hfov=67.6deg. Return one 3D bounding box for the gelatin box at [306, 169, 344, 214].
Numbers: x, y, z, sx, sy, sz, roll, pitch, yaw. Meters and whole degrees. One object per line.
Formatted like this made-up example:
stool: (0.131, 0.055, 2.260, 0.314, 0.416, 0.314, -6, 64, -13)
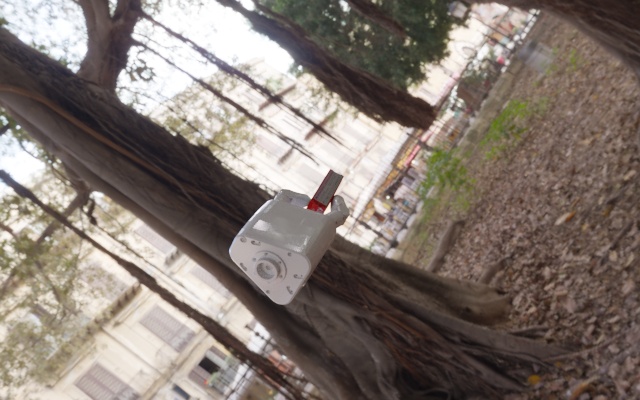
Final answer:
gelatin box: (0.000, 0.002, 0.772, 0.030, 0.073, 0.089, 30, 43, 0)
